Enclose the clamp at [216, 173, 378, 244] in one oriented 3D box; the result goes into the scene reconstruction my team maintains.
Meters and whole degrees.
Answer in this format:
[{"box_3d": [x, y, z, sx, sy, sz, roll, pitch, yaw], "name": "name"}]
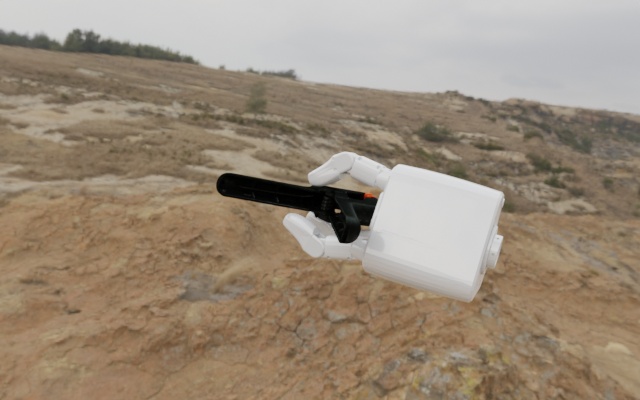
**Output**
[{"box_3d": [0.001, 0.001, 0.528, 0.164, 0.036, 0.210, 20, 10, 23], "name": "clamp"}]
